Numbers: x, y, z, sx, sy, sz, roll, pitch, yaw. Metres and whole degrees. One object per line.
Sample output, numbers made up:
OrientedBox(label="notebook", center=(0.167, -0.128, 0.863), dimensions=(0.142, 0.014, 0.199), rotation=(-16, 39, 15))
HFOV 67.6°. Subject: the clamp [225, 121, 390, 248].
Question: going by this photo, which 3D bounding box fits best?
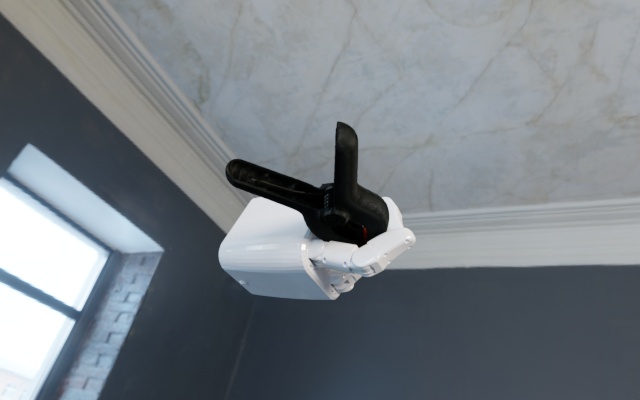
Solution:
OrientedBox(label="clamp", center=(0.000, 0.001, 0.425), dimensions=(0.120, 0.039, 0.172), rotation=(-4, -37, 26))
